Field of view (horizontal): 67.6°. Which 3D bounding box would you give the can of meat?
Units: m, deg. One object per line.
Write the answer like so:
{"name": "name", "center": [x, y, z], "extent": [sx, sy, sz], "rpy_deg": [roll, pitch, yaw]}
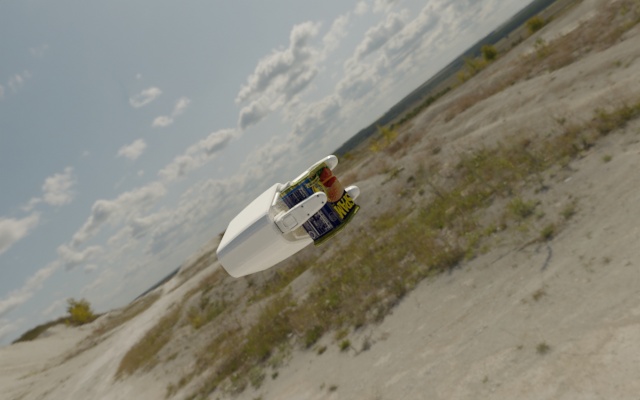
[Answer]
{"name": "can of meat", "center": [0.000, 0.002, 0.643], "extent": [0.057, 0.084, 0.102], "rpy_deg": [-35, 4, 25]}
